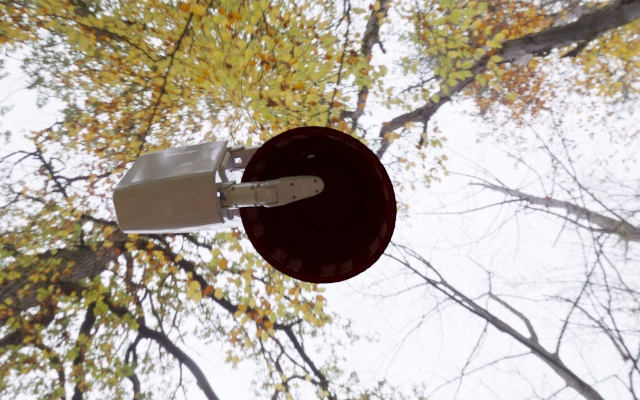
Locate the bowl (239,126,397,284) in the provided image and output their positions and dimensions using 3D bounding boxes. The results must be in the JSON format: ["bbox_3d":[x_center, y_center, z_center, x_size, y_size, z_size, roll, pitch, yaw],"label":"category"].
[{"bbox_3d":[0.001,0.002,0.494,0.162,0.162,0.055,0,14,14],"label":"bowl"}]
